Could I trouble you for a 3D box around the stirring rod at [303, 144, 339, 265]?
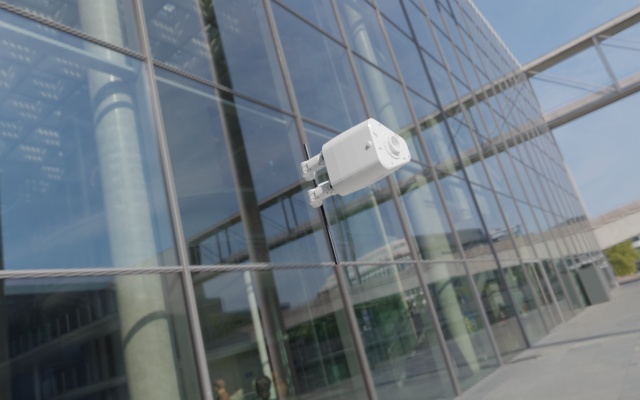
[{"bbox_3d":[0.000,0.003,0.892,0.011,0.239,0.011,-14,-16,-4],"label":"stirring rod"}]
